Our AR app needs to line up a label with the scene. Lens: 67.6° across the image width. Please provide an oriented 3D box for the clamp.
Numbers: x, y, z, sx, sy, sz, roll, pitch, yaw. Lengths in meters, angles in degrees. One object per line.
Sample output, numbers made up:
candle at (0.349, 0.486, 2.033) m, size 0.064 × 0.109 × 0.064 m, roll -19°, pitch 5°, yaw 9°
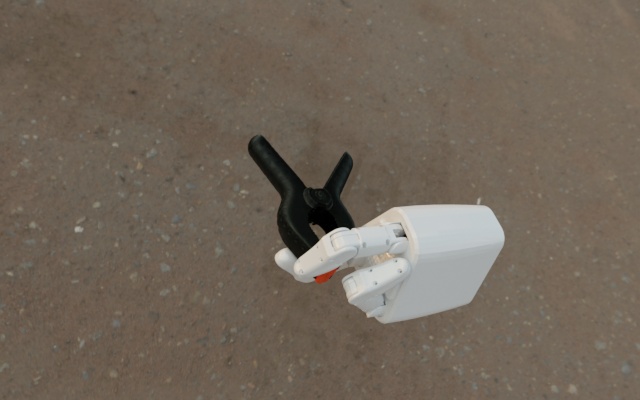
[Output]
clamp at (0.000, 0.001, 0.482) m, size 0.120 × 0.171 × 0.039 m, roll -3°, pitch -35°, yaw -25°
